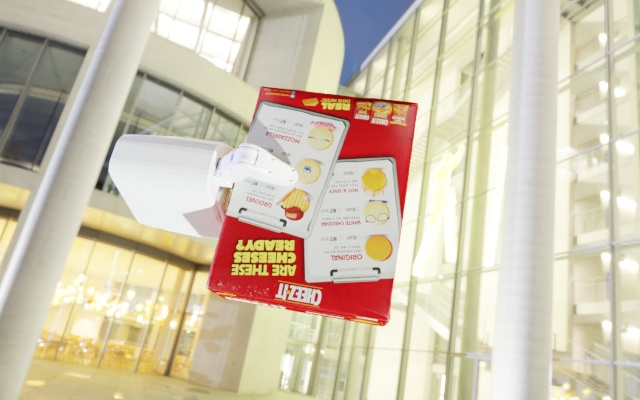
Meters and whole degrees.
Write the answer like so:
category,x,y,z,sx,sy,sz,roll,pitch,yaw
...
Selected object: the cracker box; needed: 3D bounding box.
category,x,y,z,sx,sy,sz,roll,pitch,yaw
cracker box,0.000,0.001,0.470,0.164,0.213,0.072,8,-19,9
